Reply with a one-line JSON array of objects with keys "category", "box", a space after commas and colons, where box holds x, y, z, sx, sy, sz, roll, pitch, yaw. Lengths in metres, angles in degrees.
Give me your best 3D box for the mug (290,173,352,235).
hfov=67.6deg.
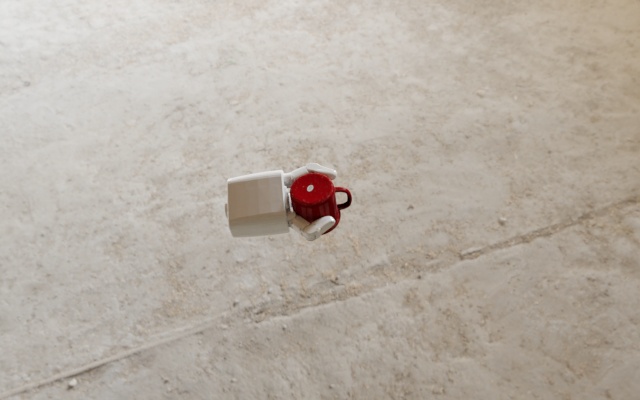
[{"category": "mug", "box": [0.002, 0.003, 0.877, 0.117, 0.093, 0.082, -9, -41, 1]}]
